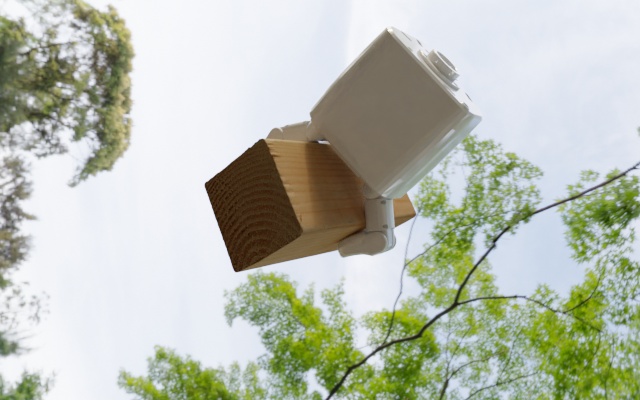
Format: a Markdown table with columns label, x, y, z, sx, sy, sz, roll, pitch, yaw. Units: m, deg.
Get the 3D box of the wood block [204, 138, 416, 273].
| label | x | y | z | sx | sy | sz | roll | pitch | yaw |
| --- | --- | --- | --- | --- | --- | --- | --- | --- | --- |
| wood block | 0.001 | 0.002 | 0.485 | 0.090 | 0.090 | 0.206 | -32 | -16 | 34 |
